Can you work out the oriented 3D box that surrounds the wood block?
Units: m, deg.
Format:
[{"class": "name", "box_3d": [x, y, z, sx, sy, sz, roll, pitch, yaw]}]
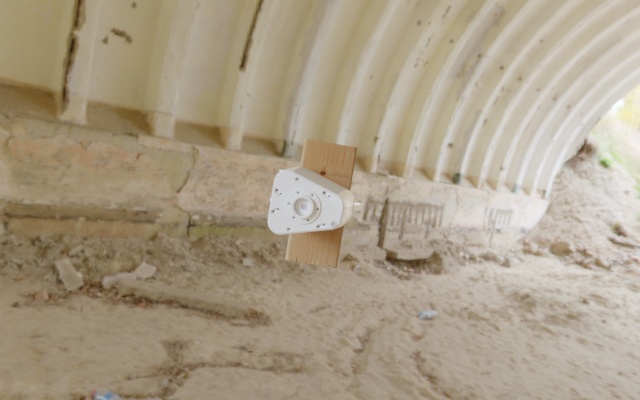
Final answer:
[{"class": "wood block", "box_3d": [0.000, 0.003, 0.834, 0.091, 0.206, 0.090, 10, 6, -2]}]
